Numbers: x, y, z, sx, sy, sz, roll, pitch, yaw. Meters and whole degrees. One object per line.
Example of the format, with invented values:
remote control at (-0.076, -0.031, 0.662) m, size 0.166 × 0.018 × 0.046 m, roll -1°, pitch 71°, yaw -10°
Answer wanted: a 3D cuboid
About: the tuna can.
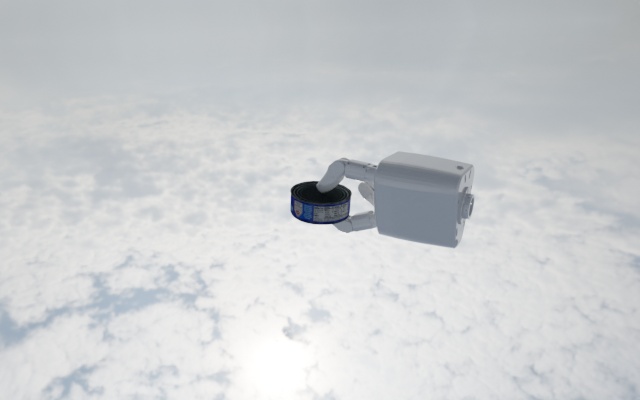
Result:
tuna can at (0.000, 0.003, 0.669) m, size 0.086 × 0.034 × 0.086 m, roll 3°, pitch 22°, yaw -1°
